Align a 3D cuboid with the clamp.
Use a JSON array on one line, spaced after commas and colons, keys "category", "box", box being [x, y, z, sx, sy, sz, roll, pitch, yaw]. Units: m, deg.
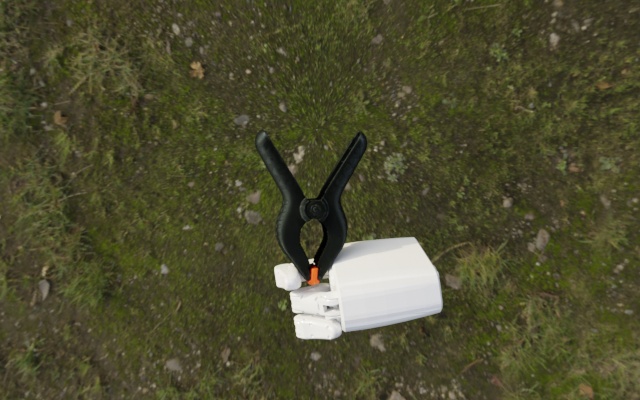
[{"category": "clamp", "box": [0.000, 0.002, 0.516, 0.120, 0.171, 0.039, -9, 9, -5]}]
